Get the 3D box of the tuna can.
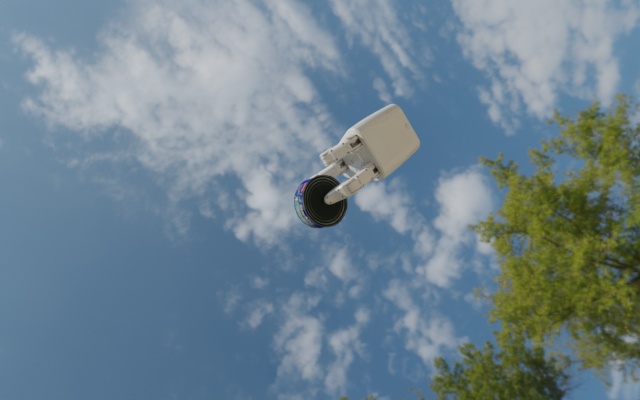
[{"bbox_3d":[0.000,0.003,0.782,0.086,0.086,0.034,0,-8,-33],"label":"tuna can"}]
